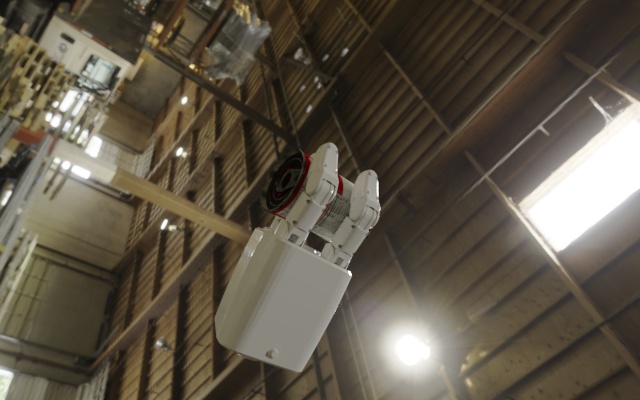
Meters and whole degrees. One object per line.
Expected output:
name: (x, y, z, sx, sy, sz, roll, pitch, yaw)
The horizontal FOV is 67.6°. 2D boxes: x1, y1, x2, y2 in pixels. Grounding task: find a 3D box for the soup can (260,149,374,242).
soup can: (0.000, 0.001, 0.486, 0.102, 0.068, 0.068, 30, -16, -29)
